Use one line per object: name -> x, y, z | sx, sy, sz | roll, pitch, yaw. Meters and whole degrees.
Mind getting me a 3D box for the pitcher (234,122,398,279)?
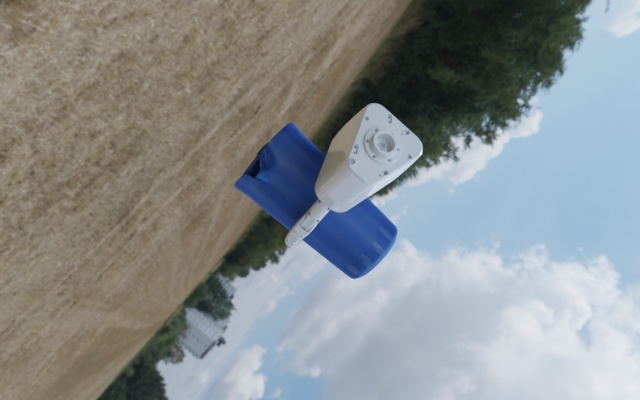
pitcher -> 0.000, 0.002, 0.747 | 0.243, 0.149, 0.145 | 42, -29, -3
